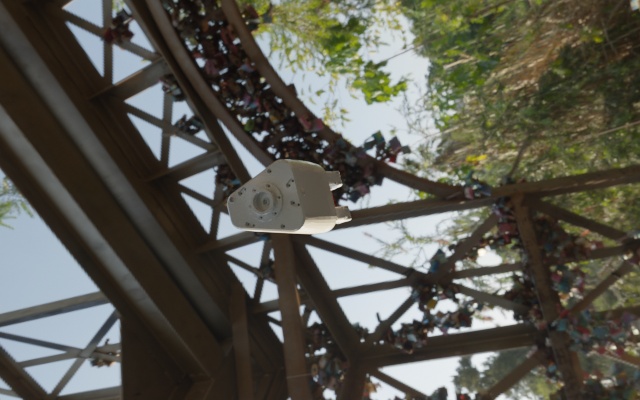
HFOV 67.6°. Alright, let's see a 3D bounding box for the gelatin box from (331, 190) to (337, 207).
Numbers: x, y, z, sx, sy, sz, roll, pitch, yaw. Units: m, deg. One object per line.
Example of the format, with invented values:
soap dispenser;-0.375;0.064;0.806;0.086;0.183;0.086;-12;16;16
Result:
gelatin box;0.000;0.003;0.764;0.030;0.073;0.089;-17;6;16
